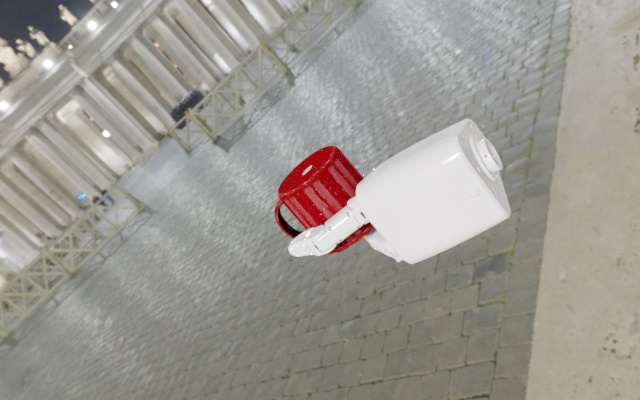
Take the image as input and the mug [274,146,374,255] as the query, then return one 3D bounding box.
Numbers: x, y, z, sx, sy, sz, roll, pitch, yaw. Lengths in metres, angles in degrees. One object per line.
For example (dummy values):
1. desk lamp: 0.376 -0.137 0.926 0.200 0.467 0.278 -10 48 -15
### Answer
1. mug: -0.001 0.002 0.513 0.117 0.081 0.093 -30 21 29
